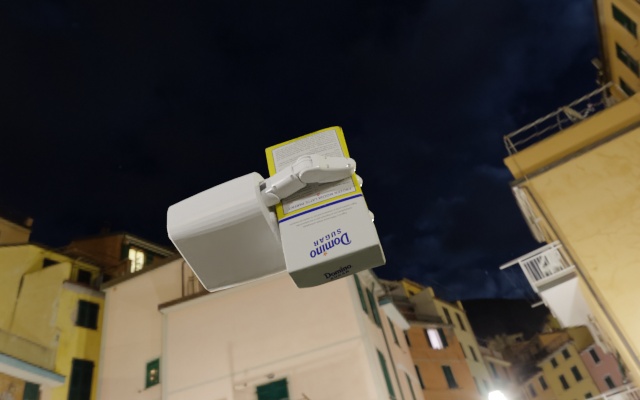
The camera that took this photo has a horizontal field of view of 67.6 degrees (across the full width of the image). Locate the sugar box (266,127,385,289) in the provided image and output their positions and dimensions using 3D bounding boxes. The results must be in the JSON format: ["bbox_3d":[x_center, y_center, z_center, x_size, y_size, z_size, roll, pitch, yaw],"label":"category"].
[{"bbox_3d":[0.000,0.002,0.512,0.093,0.176,0.048,-18,-38,5],"label":"sugar box"}]
